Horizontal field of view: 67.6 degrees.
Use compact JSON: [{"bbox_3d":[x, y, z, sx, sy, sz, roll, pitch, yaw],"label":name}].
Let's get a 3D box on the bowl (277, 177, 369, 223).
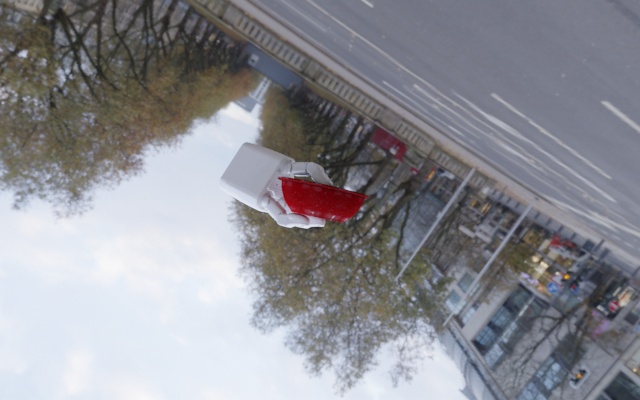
[{"bbox_3d":[0.001,0.003,0.822,0.162,0.055,0.162,12,-2,0],"label":"bowl"}]
